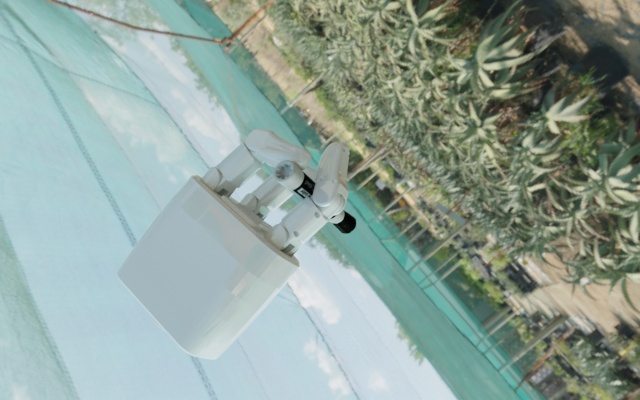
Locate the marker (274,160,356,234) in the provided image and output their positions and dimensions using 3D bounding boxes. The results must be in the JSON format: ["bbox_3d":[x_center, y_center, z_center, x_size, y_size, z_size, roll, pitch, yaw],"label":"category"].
[{"bbox_3d":[0.000,0.001,0.405,0.020,0.020,0.121,0,-23,30],"label":"marker"}]
